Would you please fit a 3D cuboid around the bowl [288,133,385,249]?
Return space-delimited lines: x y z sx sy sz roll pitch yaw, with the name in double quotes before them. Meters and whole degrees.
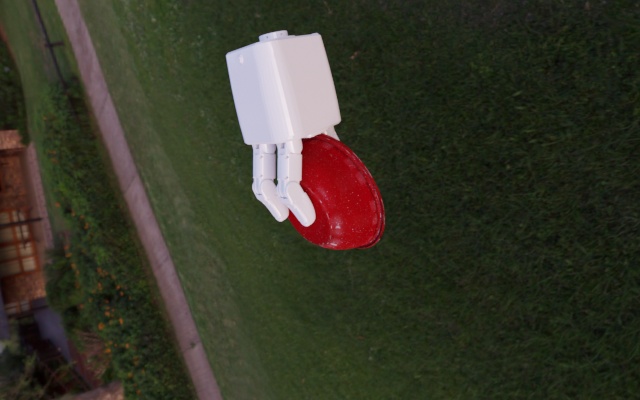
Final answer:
"bowl" 0.000 0.003 0.582 0.055 0.162 0.162 -33 19 -31
